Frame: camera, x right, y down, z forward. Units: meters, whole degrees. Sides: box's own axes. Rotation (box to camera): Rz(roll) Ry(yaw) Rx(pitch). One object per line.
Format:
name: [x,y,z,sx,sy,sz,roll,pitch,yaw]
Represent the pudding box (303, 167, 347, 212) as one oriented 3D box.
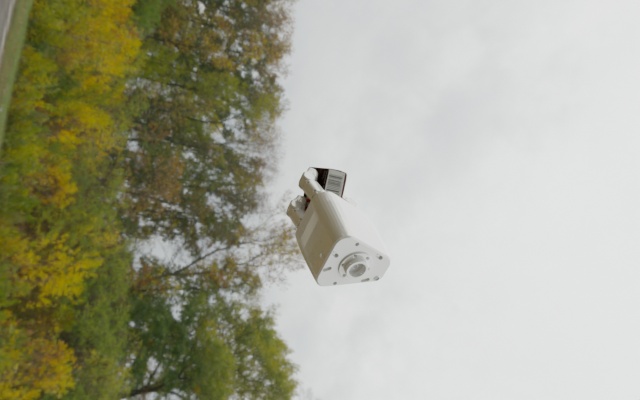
pudding box: [0.000,0.003,0.792,0.039,0.113,0.090,14,0,-23]
